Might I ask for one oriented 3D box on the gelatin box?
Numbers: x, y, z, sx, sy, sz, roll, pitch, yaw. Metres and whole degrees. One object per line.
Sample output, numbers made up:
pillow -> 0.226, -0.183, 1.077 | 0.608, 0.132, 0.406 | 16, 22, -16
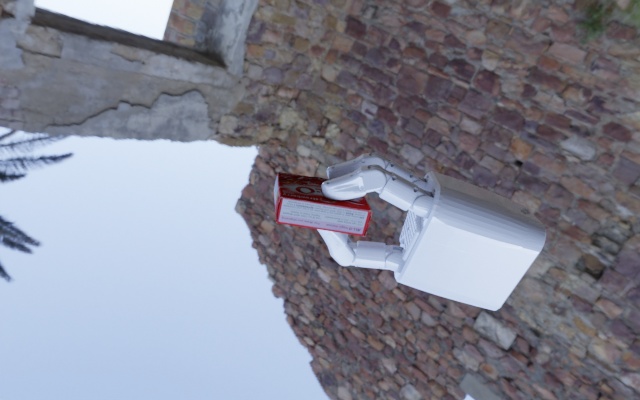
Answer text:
gelatin box -> 0.000, 0.002, 0.468 | 0.089, 0.030, 0.073 | 9, 20, -10
